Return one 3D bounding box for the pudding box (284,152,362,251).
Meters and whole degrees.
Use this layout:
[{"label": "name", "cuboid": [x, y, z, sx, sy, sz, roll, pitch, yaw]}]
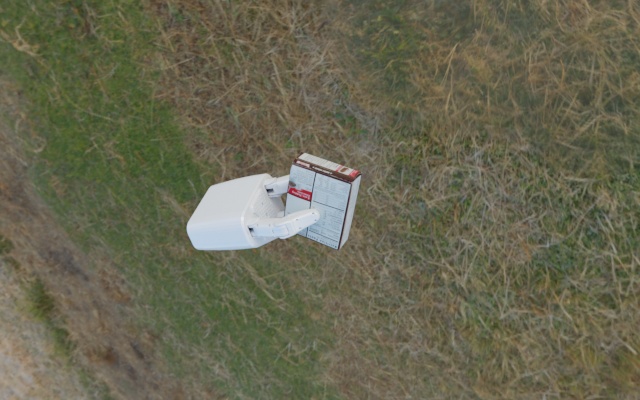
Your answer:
[{"label": "pudding box", "cuboid": [0.000, 0.002, 0.644, 0.090, 0.114, 0.039, 20, 35, 15]}]
